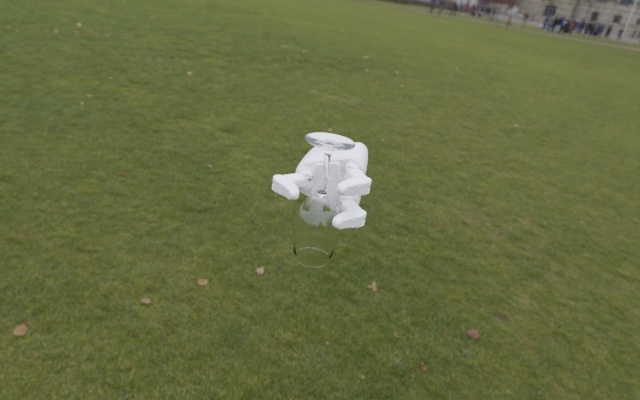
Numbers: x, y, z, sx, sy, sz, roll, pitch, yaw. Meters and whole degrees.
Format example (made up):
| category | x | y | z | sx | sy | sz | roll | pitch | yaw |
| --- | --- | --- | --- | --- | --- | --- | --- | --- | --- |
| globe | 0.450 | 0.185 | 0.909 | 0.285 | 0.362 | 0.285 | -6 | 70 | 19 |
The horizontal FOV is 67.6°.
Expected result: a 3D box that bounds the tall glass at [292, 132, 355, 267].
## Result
| category | x | y | z | sx | sy | sz | roll | pitch | yaw |
| --- | --- | --- | --- | --- | --- | --- | --- | --- | --- |
| tall glass | 0.000 | 0.002 | 0.735 | 0.079 | 0.201 | 0.079 | 7 | 24 | -3 |
